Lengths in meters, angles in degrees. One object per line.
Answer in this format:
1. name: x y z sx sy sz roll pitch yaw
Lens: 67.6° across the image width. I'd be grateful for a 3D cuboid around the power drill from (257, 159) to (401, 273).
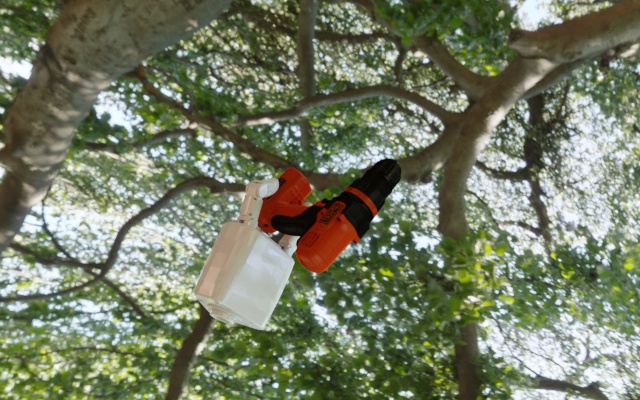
1. power drill: 0.000 0.002 0.655 0.184 0.057 0.187 -46 31 -20
